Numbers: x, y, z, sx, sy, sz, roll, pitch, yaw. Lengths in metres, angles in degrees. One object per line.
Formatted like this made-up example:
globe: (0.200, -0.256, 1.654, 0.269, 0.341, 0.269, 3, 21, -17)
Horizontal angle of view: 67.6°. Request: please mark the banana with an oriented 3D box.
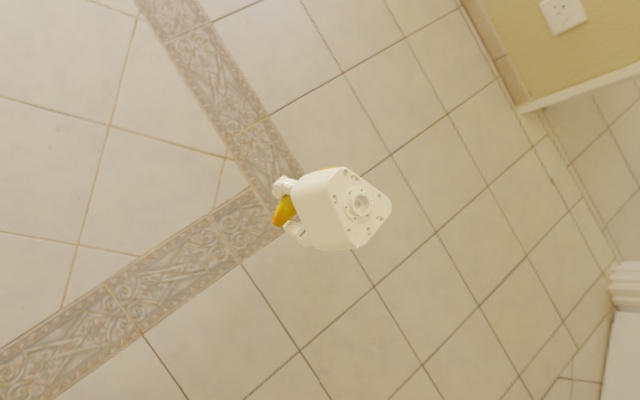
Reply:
banana: (-0.002, -0.016, 0.816, 0.198, 0.069, 0.037, -20, 7, -32)
